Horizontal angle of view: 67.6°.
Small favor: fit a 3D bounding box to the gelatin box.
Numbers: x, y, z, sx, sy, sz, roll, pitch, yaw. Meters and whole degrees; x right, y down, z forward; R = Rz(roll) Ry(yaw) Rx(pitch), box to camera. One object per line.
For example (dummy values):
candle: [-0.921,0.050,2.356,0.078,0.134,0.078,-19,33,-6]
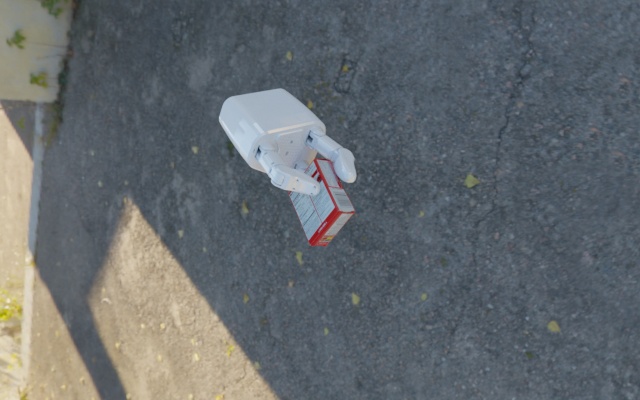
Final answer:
gelatin box: [0.000,0.002,0.609,0.030,0.089,0.073,3,-41,-36]
